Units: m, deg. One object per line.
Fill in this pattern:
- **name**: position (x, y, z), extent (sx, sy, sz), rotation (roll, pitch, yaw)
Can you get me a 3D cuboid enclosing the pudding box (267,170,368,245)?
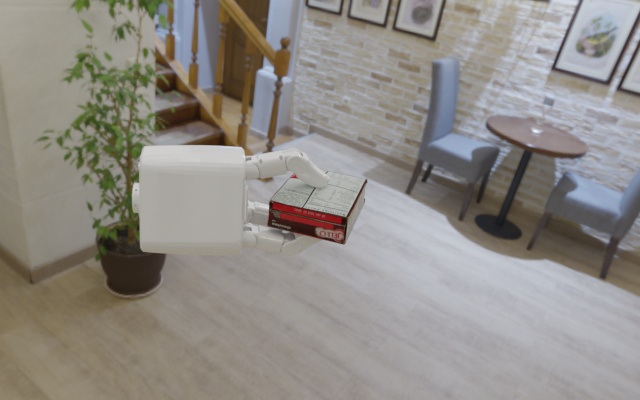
- **pudding box**: position (0.000, 0.002, 0.554), extent (0.090, 0.039, 0.113), rotation (13, 29, 12)
